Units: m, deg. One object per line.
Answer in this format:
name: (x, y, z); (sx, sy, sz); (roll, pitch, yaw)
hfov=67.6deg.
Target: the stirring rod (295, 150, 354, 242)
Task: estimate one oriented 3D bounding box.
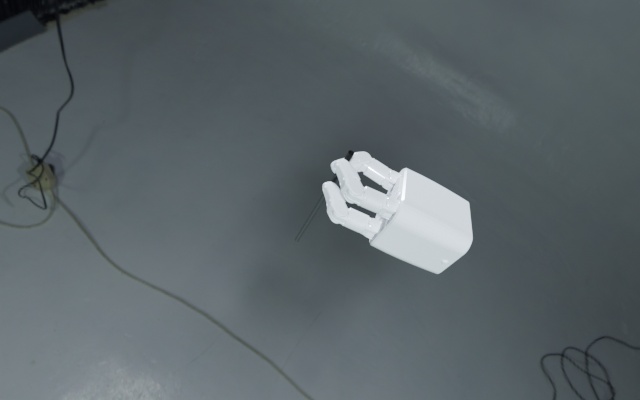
stirring rod: (0.000, 0.002, 0.705); (0.011, 0.011, 0.240); (0, -32, -22)
